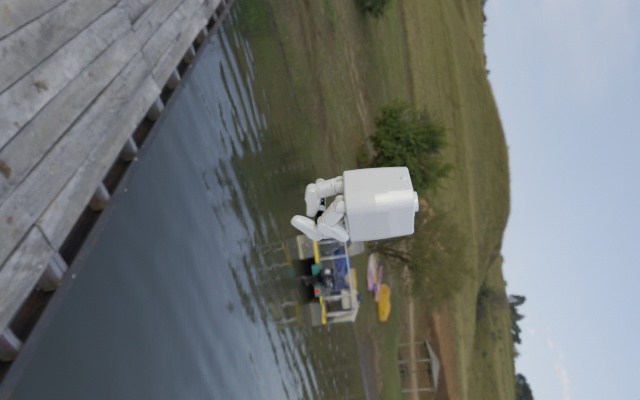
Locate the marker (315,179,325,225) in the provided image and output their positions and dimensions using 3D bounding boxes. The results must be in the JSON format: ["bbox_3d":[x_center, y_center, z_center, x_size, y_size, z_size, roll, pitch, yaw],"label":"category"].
[{"bbox_3d":[0.000,0.003,0.847,0.020,0.020,0.121,0,38,0],"label":"marker"}]
